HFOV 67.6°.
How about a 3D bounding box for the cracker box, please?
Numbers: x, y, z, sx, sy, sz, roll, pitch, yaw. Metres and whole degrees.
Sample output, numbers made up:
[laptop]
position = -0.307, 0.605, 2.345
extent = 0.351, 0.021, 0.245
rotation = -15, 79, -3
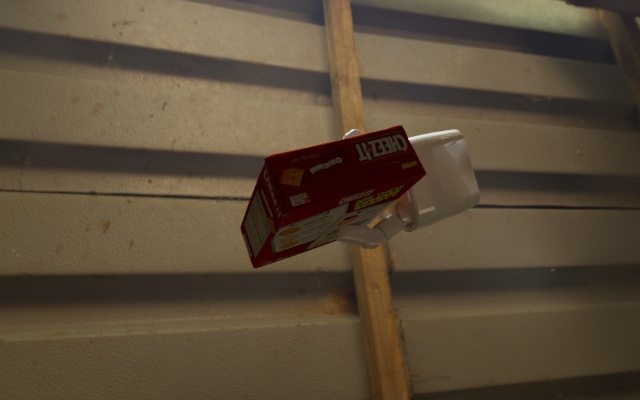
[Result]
[cracker box]
position = 0.000, 0.002, 0.571
extent = 0.164, 0.072, 0.214
rotation = -17, -16, -22
